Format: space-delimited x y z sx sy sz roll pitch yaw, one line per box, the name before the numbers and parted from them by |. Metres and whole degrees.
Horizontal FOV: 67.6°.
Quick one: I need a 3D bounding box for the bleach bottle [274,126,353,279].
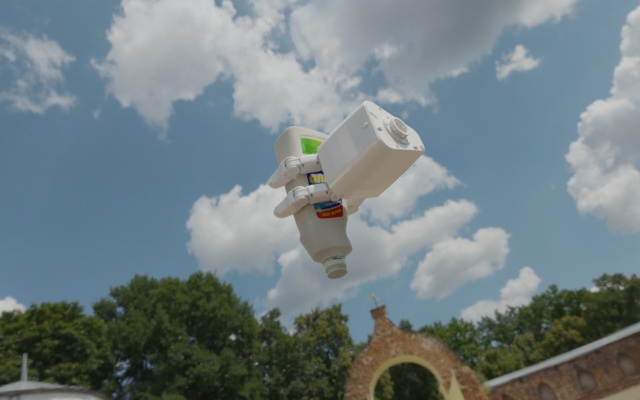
bleach bottle | 0.000 0.002 0.725 0.102 0.250 0.068 12 -43 -36
